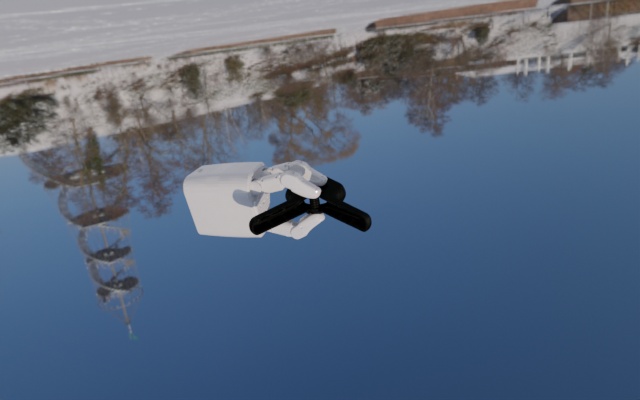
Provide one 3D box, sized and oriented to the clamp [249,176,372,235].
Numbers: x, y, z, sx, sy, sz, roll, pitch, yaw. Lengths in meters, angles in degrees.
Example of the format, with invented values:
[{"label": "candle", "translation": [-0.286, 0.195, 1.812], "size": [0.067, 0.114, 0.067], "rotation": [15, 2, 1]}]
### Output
[{"label": "clamp", "translation": [0.000, 0.003, 0.719], "size": [0.164, 0.036, 0.210], "rotation": [1, 21, 10]}]
